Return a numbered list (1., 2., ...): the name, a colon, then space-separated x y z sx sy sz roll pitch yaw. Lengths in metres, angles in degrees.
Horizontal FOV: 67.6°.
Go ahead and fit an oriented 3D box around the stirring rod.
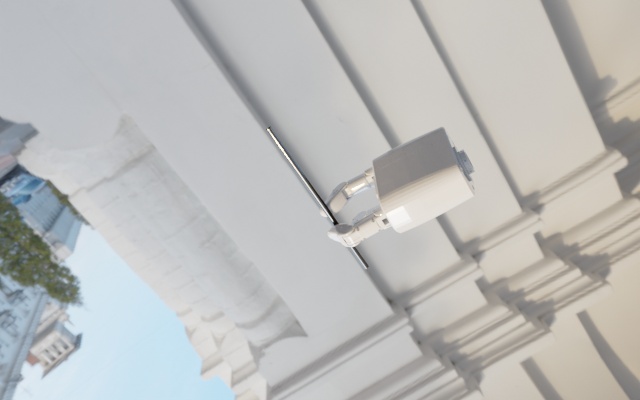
1. stirring rod: 0.000 0.002 0.638 0.011 0.239 0.011 -31 20 13
